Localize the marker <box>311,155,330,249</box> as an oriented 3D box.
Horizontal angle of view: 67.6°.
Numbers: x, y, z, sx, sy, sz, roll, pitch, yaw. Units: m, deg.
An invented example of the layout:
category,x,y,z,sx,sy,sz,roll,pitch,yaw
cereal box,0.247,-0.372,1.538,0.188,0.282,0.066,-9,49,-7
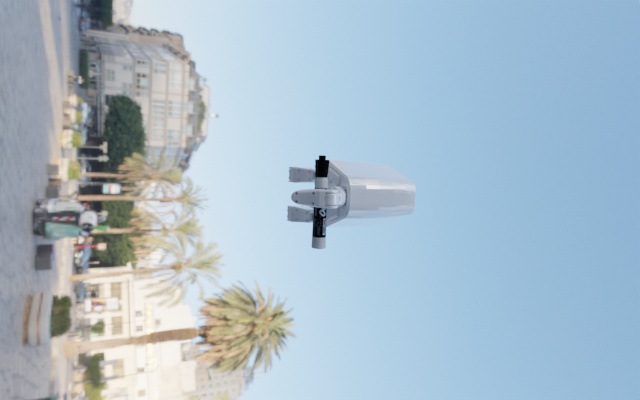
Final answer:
category,x,y,z,sx,sy,sz,roll,pitch,yaw
marker,0.000,0.002,0.620,0.020,0.121,0.020,2,5,0
